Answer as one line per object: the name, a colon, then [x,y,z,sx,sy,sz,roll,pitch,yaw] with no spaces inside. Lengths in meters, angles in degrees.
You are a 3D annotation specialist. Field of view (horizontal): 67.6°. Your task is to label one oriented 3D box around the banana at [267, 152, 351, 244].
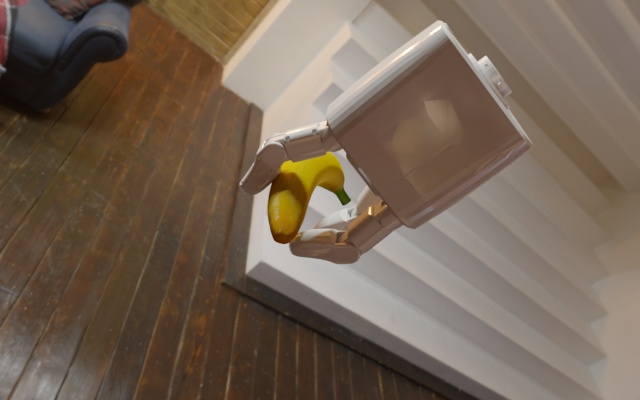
banana: [-0.009,-0.015,0.447,0.037,0.069,0.198,-32,-2,22]
